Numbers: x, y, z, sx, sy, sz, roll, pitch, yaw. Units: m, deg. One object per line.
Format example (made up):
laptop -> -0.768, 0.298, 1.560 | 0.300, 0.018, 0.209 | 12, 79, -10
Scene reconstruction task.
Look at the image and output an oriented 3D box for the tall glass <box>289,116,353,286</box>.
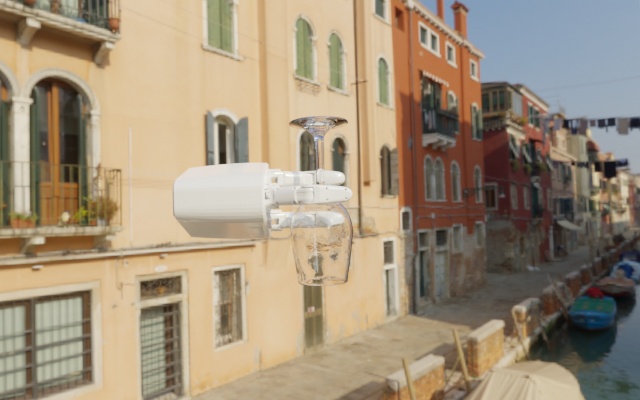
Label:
tall glass -> 0.000, 0.001, 0.594 | 0.079, 0.201, 0.079 | -2, -3, 0
